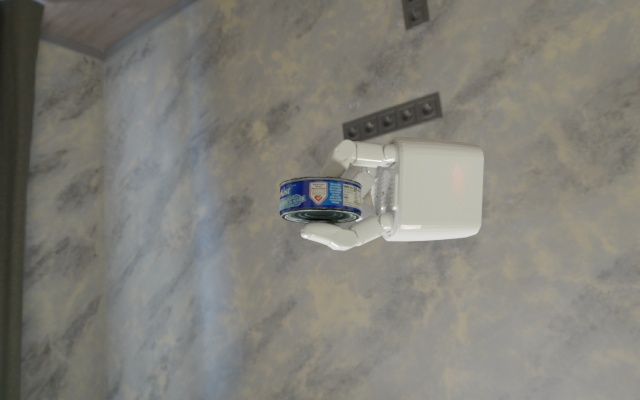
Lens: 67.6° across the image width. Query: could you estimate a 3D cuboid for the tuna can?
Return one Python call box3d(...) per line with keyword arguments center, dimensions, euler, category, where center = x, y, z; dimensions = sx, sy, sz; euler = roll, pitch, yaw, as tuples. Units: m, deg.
box3d(center=(0.000, 0.002, 0.493), dimensions=(0.086, 0.033, 0.086), euler=(0, -12, 0), category="tuna can")
